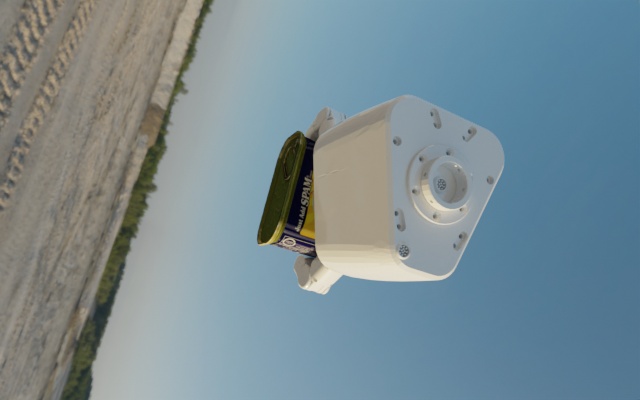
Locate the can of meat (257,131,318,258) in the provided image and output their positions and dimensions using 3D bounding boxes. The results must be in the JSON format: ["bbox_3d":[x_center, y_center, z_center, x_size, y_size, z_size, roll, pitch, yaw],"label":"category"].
[{"bbox_3d":[0.000,0.002,0.426,0.084,0.102,0.057,19,-15,-20],"label":"can of meat"}]
